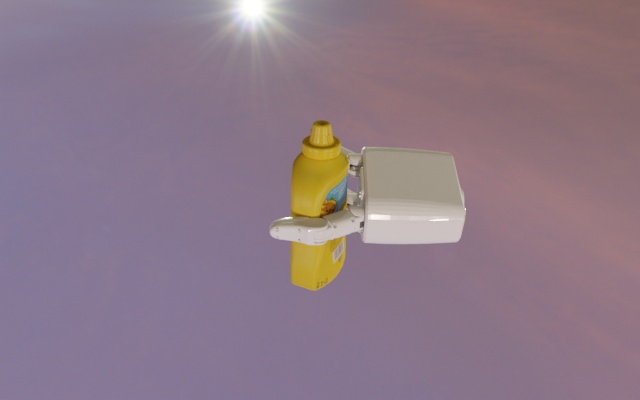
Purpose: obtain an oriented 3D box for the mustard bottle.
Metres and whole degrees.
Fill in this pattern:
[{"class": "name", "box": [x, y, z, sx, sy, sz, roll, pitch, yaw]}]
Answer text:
[{"class": "mustard bottle", "box": [0.000, 0.002, 0.541, 0.058, 0.192, 0.096, 15, 35, 21]}]
